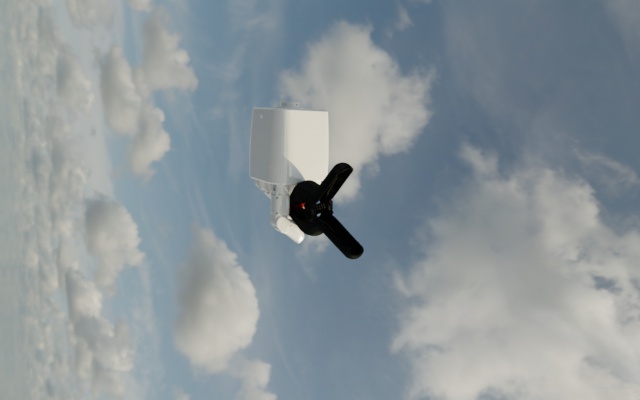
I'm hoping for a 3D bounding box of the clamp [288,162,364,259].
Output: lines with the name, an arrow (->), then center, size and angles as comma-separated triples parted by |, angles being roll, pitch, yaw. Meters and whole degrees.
clamp -> 0.001, 0.002, 0.645 | 0.039, 0.120, 0.171 | -6, 13, -33
